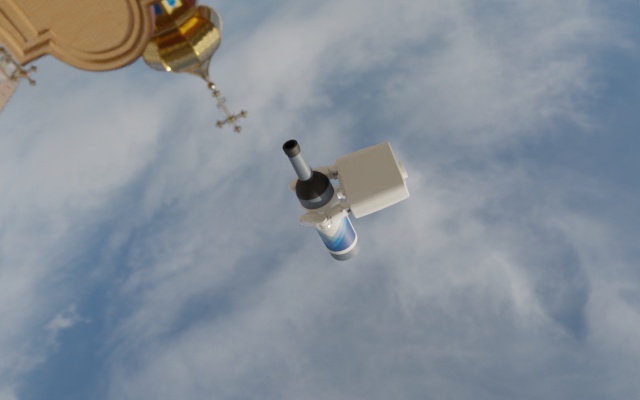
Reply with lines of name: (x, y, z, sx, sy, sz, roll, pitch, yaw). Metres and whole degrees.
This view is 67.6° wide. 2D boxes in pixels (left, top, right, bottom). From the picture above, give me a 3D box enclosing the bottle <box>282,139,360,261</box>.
bottle: (0.000, 0.003, 0.889, 0.069, 0.069, 0.296, 0, -40, 27)
